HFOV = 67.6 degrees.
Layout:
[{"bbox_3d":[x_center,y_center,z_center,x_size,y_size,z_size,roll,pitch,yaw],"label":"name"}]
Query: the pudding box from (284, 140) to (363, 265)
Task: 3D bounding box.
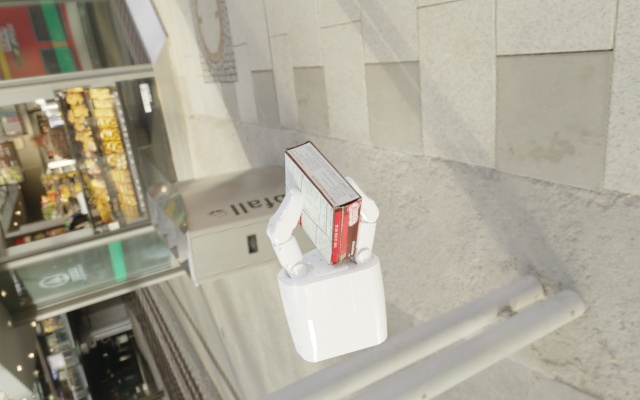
[{"bbox_3d":[0.000,0.002,0.530,0.039,0.090,0.113,-21,48,-24],"label":"pudding box"}]
